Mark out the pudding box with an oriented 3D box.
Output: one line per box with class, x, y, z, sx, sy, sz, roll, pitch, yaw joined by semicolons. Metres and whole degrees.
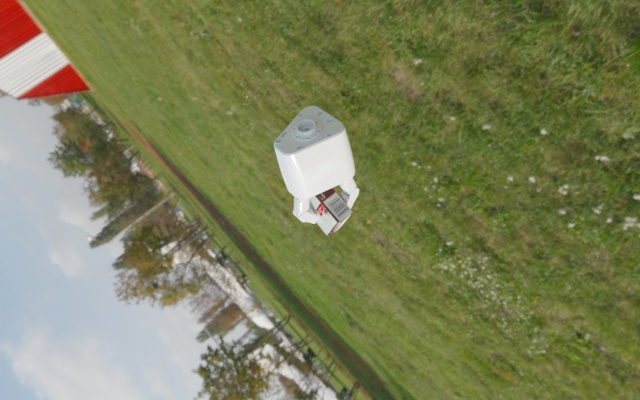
pudding box;0.000;0.003;0.868;0.039;0.113;0.090;-36;-9;-21
